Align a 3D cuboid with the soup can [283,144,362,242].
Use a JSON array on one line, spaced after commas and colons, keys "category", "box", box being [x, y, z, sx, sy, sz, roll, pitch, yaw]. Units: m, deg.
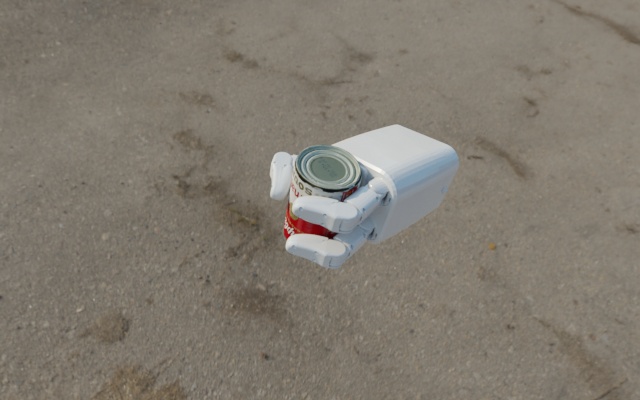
[{"category": "soup can", "box": [0.000, 0.002, 0.496, 0.068, 0.068, 0.102, 0, -44, -13]}]
